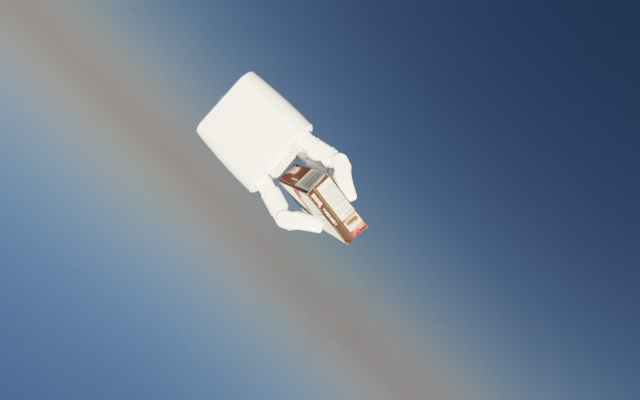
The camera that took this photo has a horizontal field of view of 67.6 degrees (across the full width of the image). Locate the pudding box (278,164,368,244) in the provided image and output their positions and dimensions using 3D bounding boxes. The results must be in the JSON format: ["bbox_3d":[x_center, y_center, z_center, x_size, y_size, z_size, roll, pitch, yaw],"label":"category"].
[{"bbox_3d":[0.000,0.002,0.613,0.039,0.090,0.113,-43,23,-9],"label":"pudding box"}]
